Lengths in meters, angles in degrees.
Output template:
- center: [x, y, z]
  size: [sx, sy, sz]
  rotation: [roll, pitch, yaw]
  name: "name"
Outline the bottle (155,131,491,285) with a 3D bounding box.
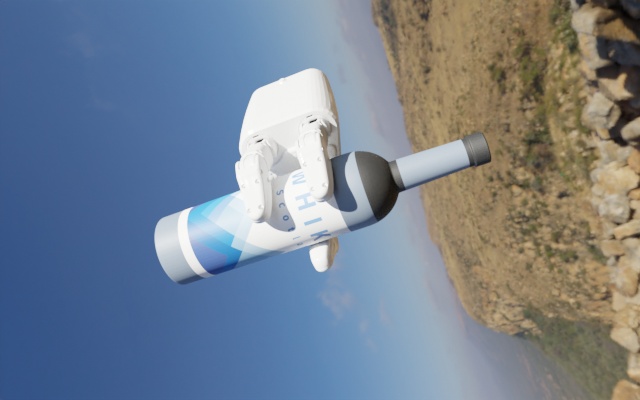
- center: [0.000, 0.002, 0.423]
  size: [0.296, 0.069, 0.069]
  rotation: [-19, -4, 11]
  name: "bottle"
